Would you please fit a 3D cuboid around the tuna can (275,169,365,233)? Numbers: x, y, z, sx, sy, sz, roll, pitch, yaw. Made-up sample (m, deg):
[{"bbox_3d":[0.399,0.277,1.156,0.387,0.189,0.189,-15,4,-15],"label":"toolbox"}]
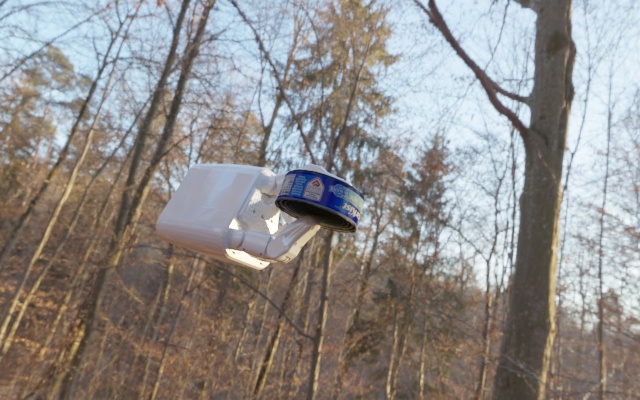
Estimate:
[{"bbox_3d":[0.000,0.001,0.476,0.086,0.033,0.086,18,-15,5],"label":"tuna can"}]
